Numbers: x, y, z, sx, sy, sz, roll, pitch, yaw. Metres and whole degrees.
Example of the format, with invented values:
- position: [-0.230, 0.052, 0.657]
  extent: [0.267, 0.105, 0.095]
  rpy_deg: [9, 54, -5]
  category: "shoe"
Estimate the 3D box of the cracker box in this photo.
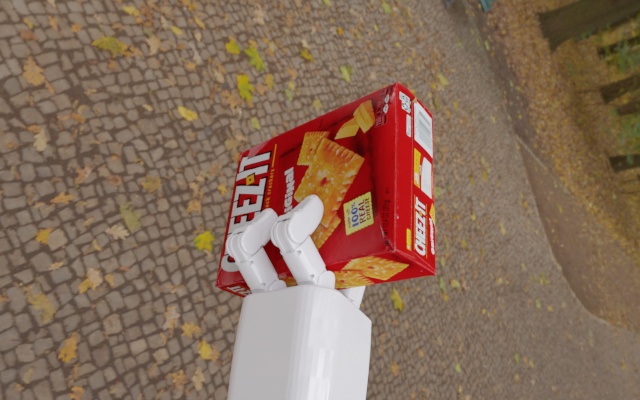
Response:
- position: [0.000, 0.002, 0.460]
  extent: [0.214, 0.164, 0.072]
  rpy_deg: [-17, -35, 37]
  category: "cracker box"
